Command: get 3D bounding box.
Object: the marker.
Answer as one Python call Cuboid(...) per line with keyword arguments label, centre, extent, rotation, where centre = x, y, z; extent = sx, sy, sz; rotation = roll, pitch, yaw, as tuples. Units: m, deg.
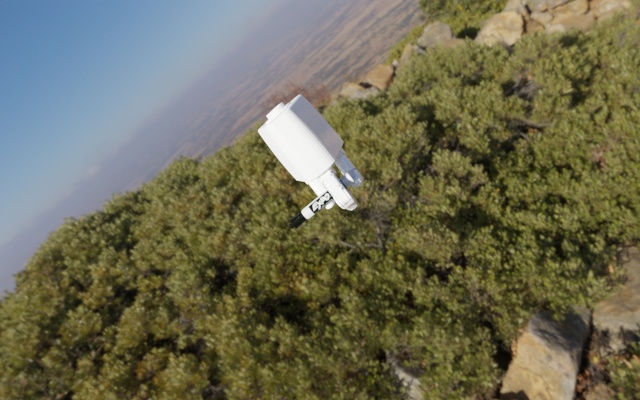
Cuboid(label="marker", centre=(0.000, 0.002, 0.729), extent=(0.121, 0.020, 0.020), rotation=(-39, -5, 7))
